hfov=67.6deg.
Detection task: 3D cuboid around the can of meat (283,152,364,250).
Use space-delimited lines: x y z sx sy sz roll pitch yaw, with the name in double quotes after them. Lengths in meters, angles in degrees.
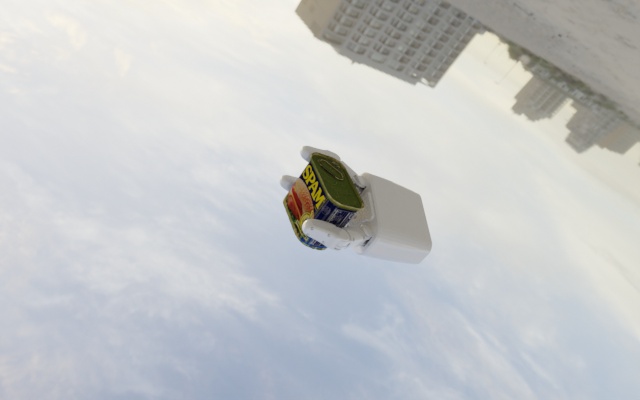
0.000 0.002 0.627 0.057 0.084 0.102 13 37 -35 "can of meat"
